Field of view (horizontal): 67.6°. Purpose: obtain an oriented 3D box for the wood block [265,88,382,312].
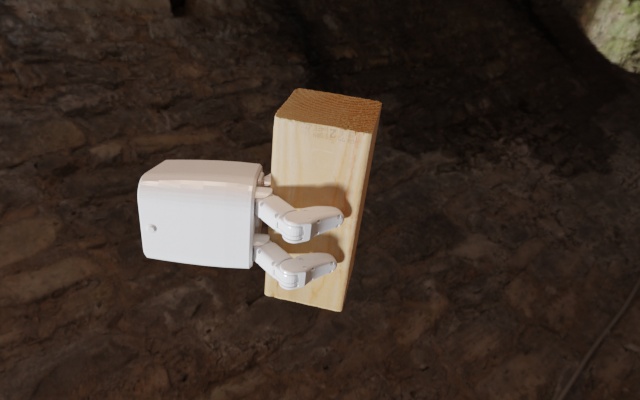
[{"bbox_3d":[0.000,0.002,0.497,0.090,0.206,0.090,11,32,6],"label":"wood block"}]
